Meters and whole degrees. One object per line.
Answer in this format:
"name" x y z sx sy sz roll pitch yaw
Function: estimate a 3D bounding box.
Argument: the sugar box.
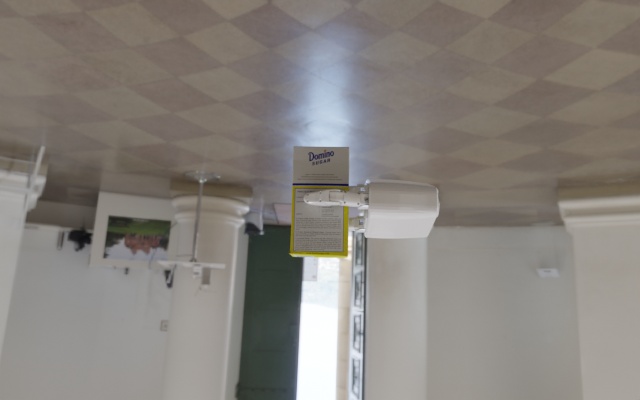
"sugar box" 0.000 0.003 0.769 0.093 0.176 0.048 2 -12 3
